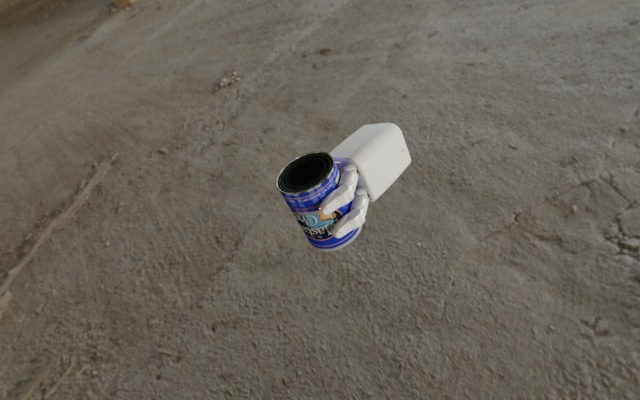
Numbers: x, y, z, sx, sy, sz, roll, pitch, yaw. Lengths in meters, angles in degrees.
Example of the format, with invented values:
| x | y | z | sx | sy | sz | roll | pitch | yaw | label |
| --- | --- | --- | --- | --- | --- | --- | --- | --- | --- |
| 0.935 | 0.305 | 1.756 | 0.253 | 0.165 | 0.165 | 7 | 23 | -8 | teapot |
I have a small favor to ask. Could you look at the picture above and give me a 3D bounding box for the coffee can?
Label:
| x | y | z | sx | sy | sz | roll | pitch | yaw | label |
| --- | --- | --- | --- | --- | --- | --- | --- | --- | --- |
| 0.000 | 0.003 | 0.805 | 0.103 | 0.102 | 0.140 | 0 | -44 | 31 | coffee can |
